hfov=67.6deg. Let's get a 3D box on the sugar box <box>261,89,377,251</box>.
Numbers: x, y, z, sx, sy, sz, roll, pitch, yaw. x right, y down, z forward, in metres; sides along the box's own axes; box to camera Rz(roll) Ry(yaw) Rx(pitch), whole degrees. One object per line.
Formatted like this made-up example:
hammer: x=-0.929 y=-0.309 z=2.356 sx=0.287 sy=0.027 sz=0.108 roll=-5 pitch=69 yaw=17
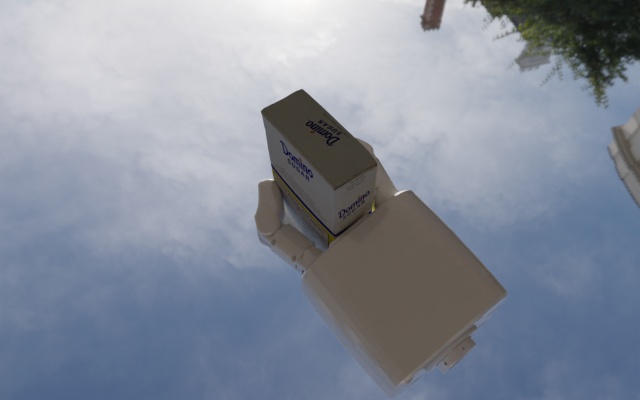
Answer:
sugar box: x=0.001 y=0.001 z=0.407 sx=0.048 sy=0.093 sz=0.176 roll=-31 pitch=-28 yaw=-20
